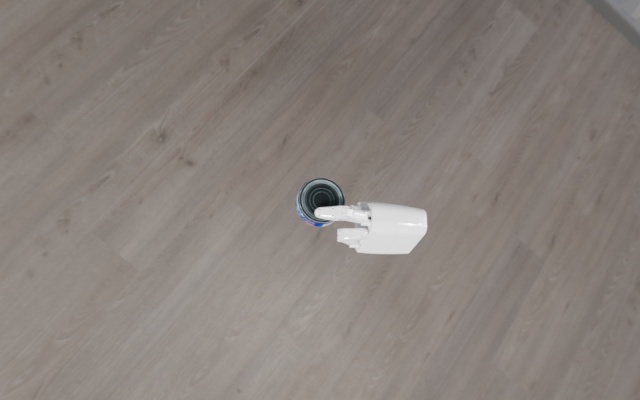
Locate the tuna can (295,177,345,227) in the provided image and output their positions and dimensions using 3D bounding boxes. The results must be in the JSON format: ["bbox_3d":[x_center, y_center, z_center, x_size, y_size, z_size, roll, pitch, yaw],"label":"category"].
[{"bbox_3d":[0.000,0.003,0.848,0.086,0.086,0.034,0,-13,-11],"label":"tuna can"}]
